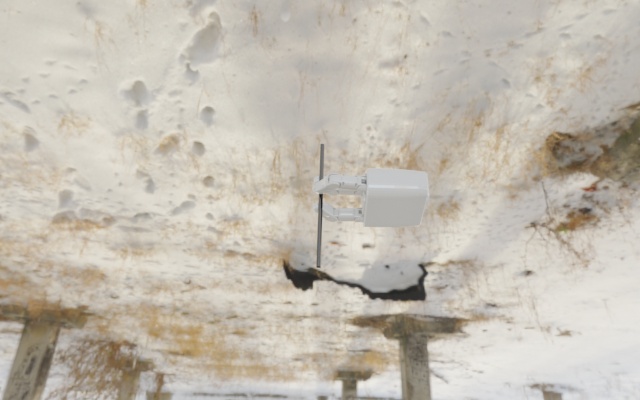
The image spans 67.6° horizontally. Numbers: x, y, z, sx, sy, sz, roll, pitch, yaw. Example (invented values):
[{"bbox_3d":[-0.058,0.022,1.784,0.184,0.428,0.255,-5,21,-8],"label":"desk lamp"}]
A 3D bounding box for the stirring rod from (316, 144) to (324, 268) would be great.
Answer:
[{"bbox_3d":[0.000,0.003,0.843,0.011,0.239,0.011,1,-26,1],"label":"stirring rod"}]
